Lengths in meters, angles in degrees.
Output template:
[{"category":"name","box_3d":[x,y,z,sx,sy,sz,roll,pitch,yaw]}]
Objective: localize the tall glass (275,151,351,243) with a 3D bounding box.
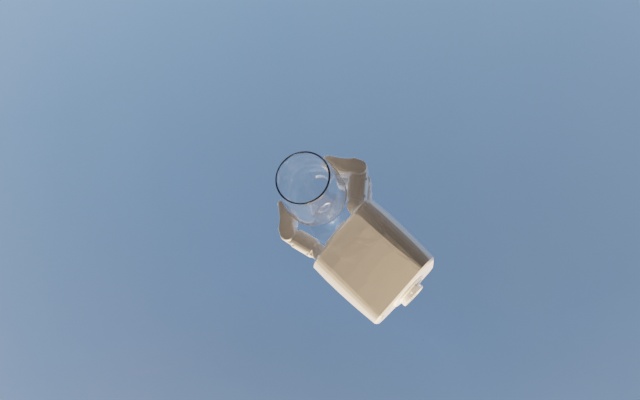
[{"category":"tall glass","box_3d":[0.000,0.002,0.611,0.079,0.079,0.201,0,-16,12]}]
